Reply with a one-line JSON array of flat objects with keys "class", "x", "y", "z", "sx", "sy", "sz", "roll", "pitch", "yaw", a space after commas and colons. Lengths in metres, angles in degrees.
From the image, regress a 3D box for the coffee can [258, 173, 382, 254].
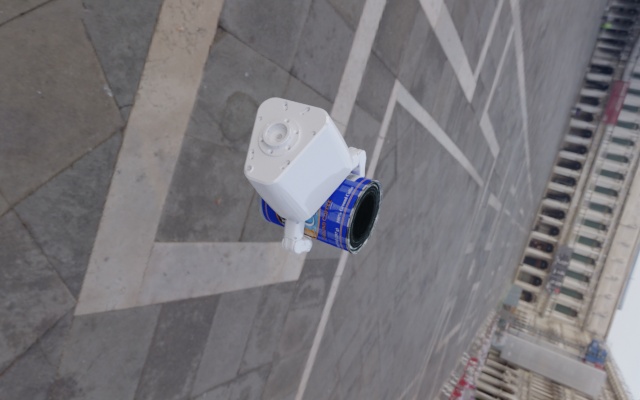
[{"class": "coffee can", "x": 0.000, "y": 0.002, "z": 0.657, "sx": 0.140, "sy": 0.103, "sz": 0.103, "roll": 19, "pitch": 8, "yaw": 24}]
